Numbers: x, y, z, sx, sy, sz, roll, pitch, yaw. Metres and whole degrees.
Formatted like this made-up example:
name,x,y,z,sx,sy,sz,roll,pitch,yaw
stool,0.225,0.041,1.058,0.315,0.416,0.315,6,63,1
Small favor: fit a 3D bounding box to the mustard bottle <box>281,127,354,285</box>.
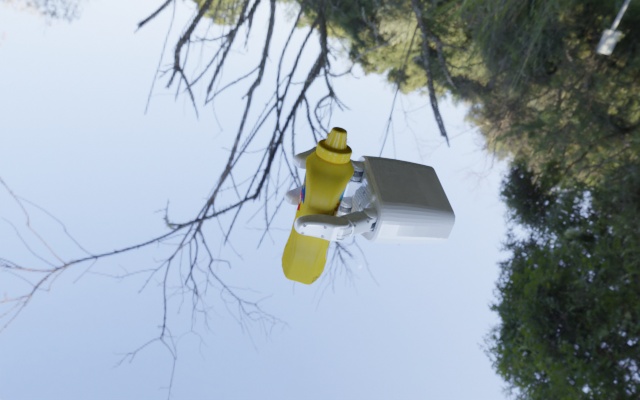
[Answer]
name,x,y,z,sx,sy,sz,roll,pitch,yaw
mustard bottle,0.000,0.002,0.579,0.058,0.192,0.096,17,29,2
